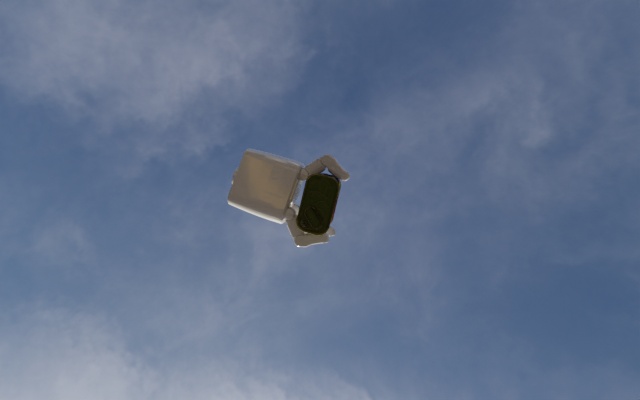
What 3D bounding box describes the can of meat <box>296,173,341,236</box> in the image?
[{"bbox_3d":[0.000,0.003,0.835,0.057,0.102,0.084,15,8,6],"label":"can of meat"}]
